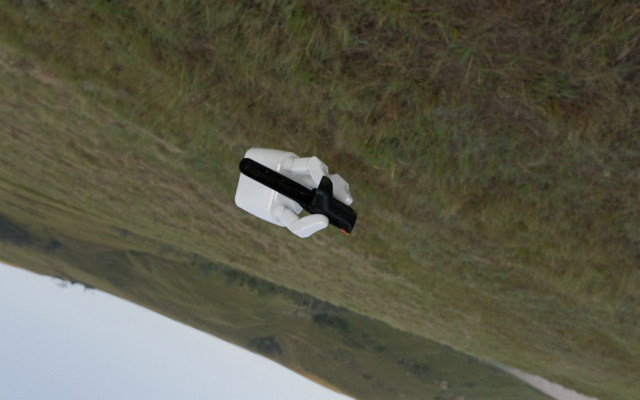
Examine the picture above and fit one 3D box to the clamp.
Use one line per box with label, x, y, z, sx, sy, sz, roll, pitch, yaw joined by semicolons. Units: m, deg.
clamp;0.000;0.003;0.694;0.164;0.036;0.210;15;-15;46
